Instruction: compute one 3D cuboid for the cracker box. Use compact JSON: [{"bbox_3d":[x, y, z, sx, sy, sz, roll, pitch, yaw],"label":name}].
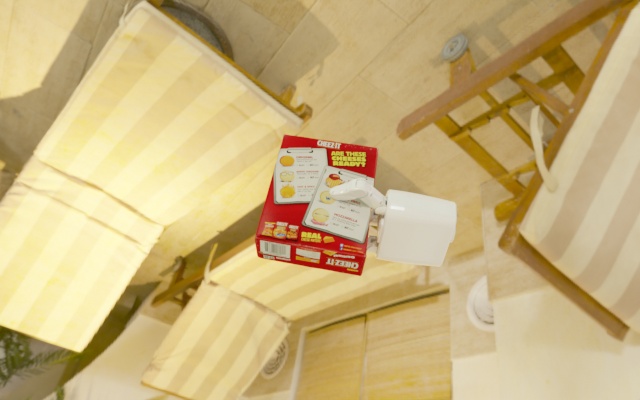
[{"bbox_3d":[0.000,0.003,0.763,0.164,0.213,0.072,9,-37,3],"label":"cracker box"}]
